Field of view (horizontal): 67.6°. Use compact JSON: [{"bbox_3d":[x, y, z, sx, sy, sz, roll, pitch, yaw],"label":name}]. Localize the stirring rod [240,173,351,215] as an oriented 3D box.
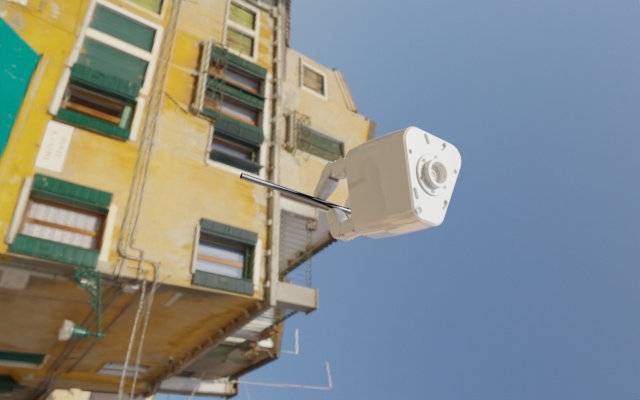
[{"bbox_3d":[0.000,0.002,0.657,0.239,0.011,0.011,18,-9,-30],"label":"stirring rod"}]
